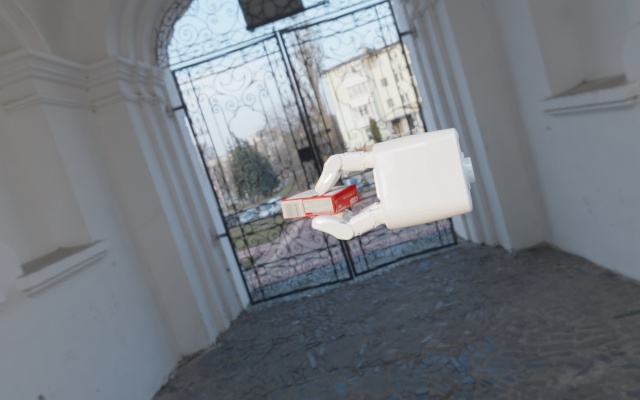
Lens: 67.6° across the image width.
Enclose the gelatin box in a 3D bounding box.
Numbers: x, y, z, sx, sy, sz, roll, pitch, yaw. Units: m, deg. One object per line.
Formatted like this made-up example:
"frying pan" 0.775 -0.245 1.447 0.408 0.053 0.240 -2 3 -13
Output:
"gelatin box" 0.000 0.002 0.679 0.089 0.030 0.073 -6 11 31
